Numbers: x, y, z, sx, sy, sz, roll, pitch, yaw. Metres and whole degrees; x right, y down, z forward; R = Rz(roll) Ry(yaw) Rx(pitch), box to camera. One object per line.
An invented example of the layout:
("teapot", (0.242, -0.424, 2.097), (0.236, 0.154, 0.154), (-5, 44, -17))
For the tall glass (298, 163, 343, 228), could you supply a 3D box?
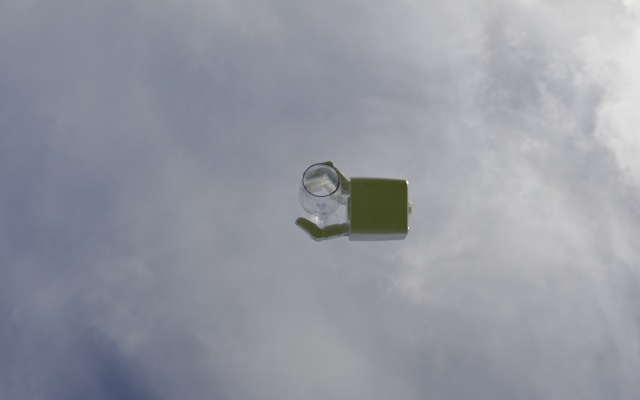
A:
("tall glass", (0.000, 0.003, 0.873), (0.079, 0.079, 0.201), (0, -22, 0))
